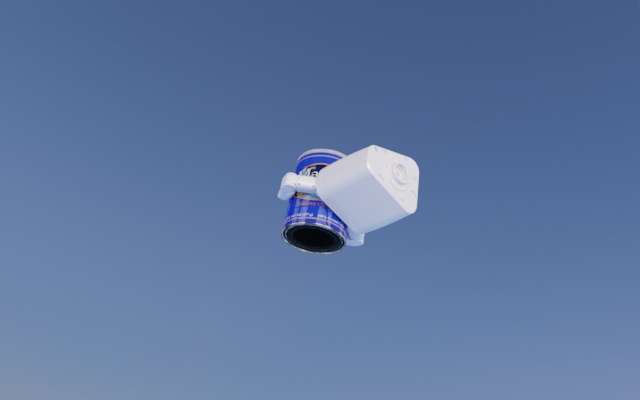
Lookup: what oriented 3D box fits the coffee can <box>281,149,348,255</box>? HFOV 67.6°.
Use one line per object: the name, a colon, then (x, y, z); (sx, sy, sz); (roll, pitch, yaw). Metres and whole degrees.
coffee can: (0.000, 0.002, 0.773); (0.103, 0.140, 0.103); (8, -31, 5)
